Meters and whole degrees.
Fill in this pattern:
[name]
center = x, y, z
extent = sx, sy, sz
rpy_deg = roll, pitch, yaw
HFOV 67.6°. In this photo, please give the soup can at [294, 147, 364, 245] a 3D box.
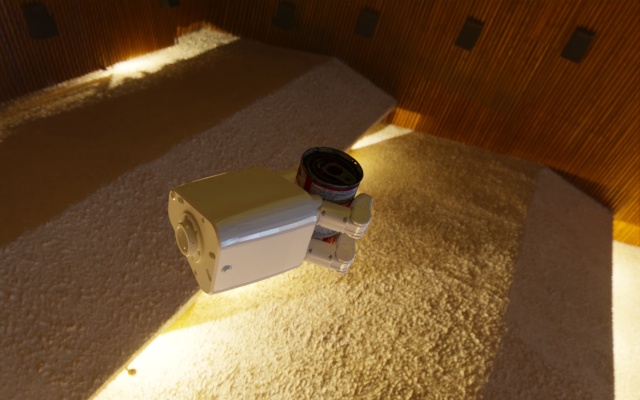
[soup can]
center = 0.000, 0.002, 0.527
extent = 0.068, 0.102, 0.068
rpy_deg = 12, 38, -9
